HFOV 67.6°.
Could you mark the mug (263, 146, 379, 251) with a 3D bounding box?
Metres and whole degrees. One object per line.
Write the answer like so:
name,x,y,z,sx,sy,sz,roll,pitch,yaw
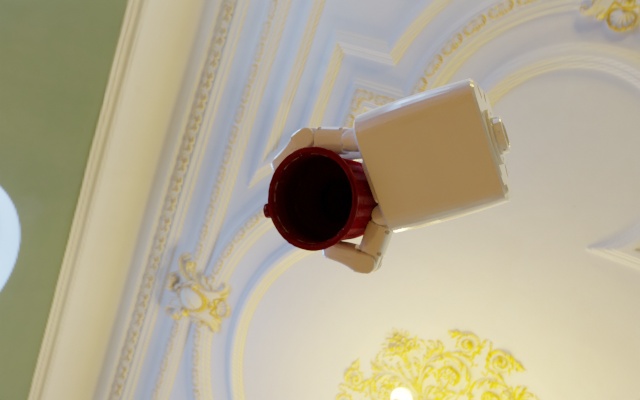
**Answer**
mug,-0.001,0.002,0.465,0.117,0.093,0.081,-15,-8,28
